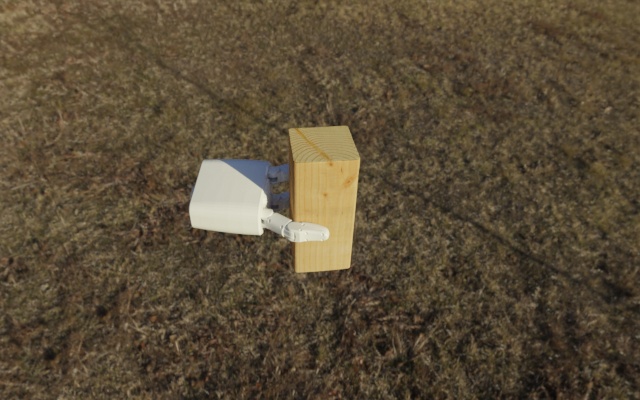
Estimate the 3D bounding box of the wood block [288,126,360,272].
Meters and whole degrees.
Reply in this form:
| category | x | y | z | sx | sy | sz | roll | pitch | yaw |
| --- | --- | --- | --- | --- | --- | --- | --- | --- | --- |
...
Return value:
| category | x | y | z | sx | sy | sz | roll | pitch | yaw |
| --- | --- | --- | --- | --- | --- | --- | --- | --- | --- |
| wood block | 0.000 | 0.002 | 0.717 | 0.090 | 0.206 | 0.090 | -4 | 39 | -7 |
